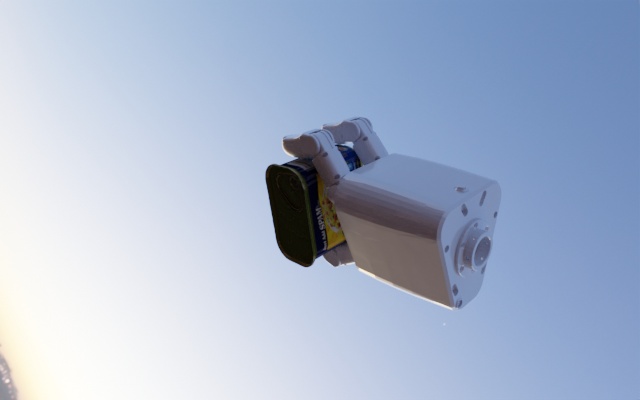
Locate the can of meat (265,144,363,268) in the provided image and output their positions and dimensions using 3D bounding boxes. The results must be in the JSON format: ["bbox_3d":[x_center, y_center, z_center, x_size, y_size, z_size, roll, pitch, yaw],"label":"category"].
[{"bbox_3d":[0.000,0.002,0.475,0.084,0.102,0.057,-25,28,-36],"label":"can of meat"}]
